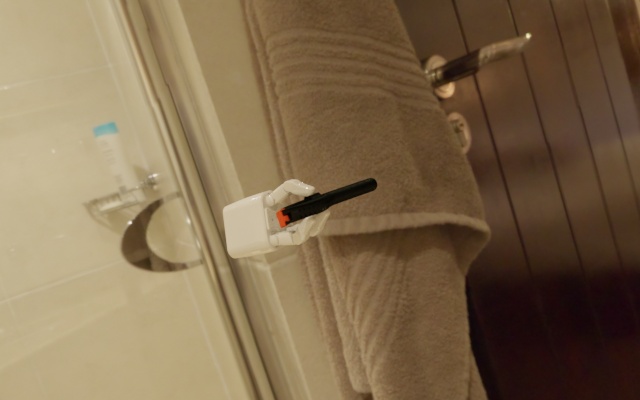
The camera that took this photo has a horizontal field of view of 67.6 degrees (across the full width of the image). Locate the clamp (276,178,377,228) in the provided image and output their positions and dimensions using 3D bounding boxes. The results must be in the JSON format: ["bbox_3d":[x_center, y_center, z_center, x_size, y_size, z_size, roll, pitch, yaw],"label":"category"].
[{"bbox_3d":[-0.001,0.002,0.862,0.164,0.036,0.210,-16,5,31],"label":"clamp"}]
